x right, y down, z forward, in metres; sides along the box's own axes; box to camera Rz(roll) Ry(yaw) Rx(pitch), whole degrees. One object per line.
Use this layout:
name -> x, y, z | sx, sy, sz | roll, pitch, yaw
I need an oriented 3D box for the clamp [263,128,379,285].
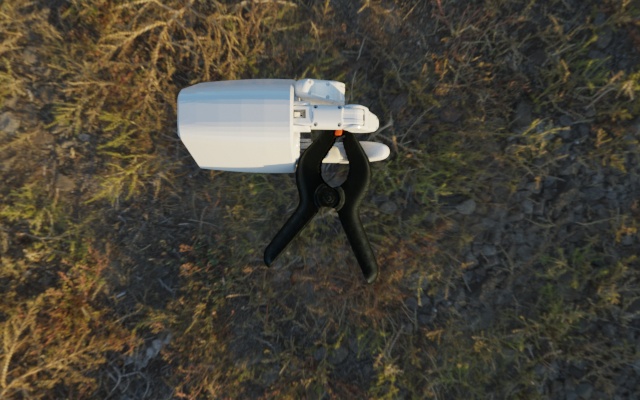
clamp -> 0.000, 0.001, 0.494 | 0.120, 0.171, 0.039 | 0, 1, -1
